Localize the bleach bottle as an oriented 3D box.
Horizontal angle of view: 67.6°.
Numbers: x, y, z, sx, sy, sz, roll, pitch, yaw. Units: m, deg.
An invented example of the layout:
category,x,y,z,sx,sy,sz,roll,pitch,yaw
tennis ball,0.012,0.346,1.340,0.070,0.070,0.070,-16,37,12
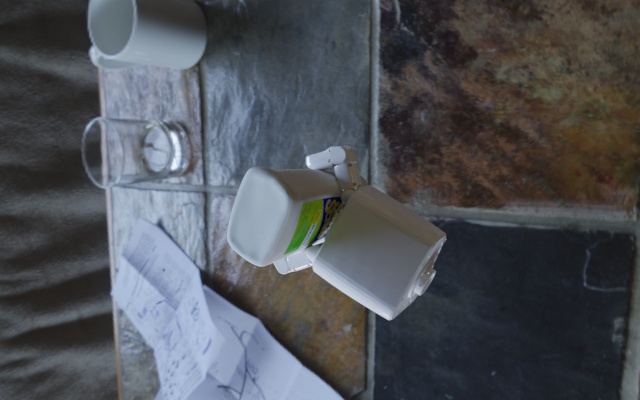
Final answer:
category,x,y,z,sx,sy,sz,roll,pitch,yaw
bleach bottle,0.000,0.002,0.578,0.068,0.103,0.251,33,23,23
